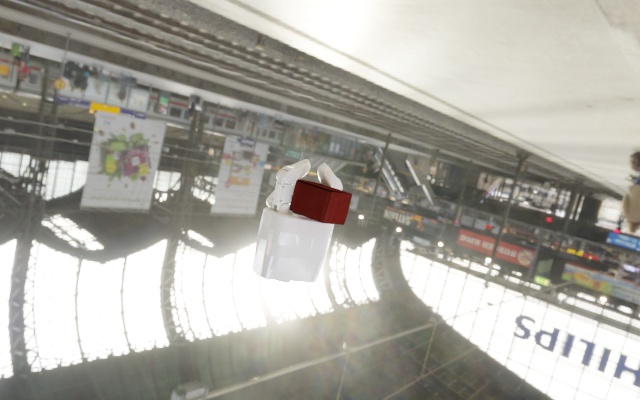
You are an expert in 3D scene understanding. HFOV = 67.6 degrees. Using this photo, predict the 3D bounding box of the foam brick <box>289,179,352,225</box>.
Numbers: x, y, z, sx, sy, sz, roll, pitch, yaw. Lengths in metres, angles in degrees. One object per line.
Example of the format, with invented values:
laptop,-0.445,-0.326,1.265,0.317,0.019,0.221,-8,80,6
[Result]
foam brick,0.000,0.002,0.736,0.078,0.051,0.053,19,7,42
